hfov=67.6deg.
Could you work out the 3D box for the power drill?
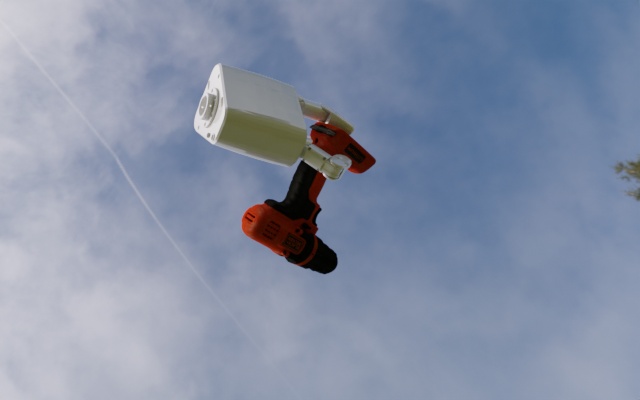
[{"bbox_3d":[0.000,0.002,0.662,0.057,0.187,0.184,25,-7,43],"label":"power drill"}]
